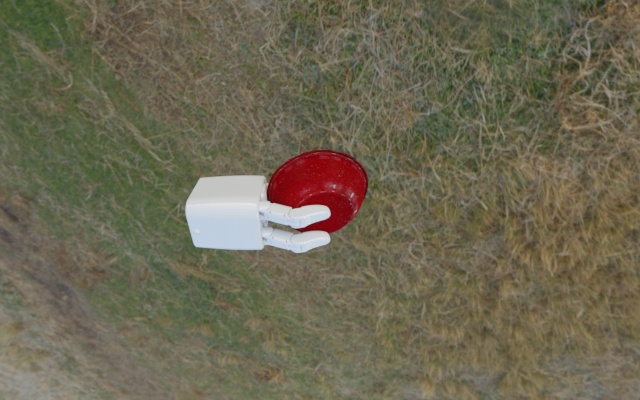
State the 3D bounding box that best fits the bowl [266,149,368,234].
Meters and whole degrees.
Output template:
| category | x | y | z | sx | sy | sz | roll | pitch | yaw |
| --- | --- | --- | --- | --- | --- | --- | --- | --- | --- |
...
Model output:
| category | x | y | z | sx | sy | sz | roll | pitch | yaw |
| --- | --- | --- | --- | --- | --- | --- | --- | --- | --- |
| bowl | 0.001 | 0.002 | 0.728 | 0.162 | 0.162 | 0.055 | 0 | 43 | -13 |
